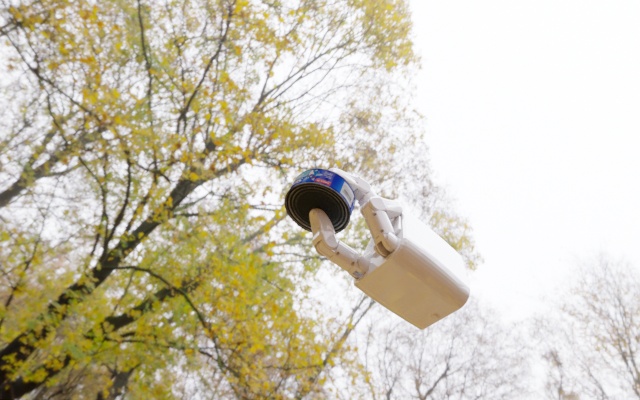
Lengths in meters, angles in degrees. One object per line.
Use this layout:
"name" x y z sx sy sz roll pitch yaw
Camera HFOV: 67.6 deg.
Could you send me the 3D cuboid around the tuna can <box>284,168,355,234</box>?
"tuna can" 0.000 0.002 0.603 0.086 0.086 0.033 0 40 22
